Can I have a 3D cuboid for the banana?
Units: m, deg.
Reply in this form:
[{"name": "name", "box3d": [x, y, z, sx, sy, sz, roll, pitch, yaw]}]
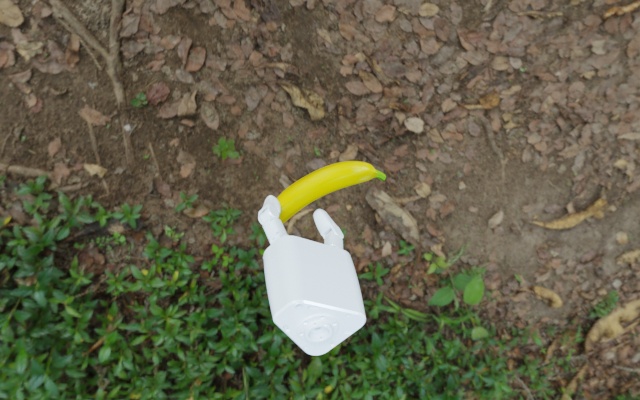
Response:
[{"name": "banana", "box3d": [-0.003, -0.012, 0.684, 0.198, 0.070, 0.037, -22, 40, 5]}]
